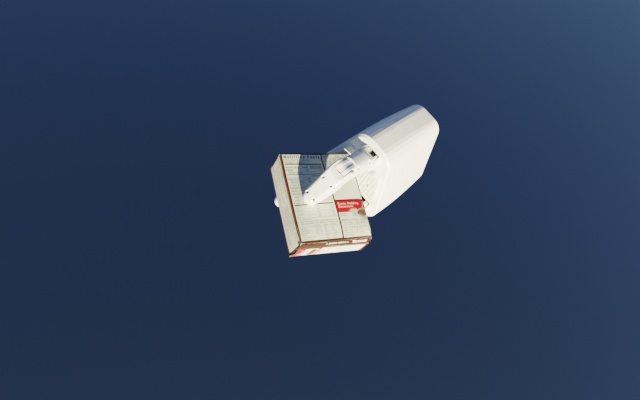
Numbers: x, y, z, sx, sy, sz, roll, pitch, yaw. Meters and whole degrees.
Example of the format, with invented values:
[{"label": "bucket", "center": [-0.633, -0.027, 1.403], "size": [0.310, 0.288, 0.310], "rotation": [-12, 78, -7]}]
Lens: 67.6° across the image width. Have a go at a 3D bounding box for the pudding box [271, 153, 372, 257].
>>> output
[{"label": "pudding box", "center": [0.000, 0.002, 0.533], "size": [0.090, 0.113, 0.039], "rotation": [-3, -27, -24]}]
